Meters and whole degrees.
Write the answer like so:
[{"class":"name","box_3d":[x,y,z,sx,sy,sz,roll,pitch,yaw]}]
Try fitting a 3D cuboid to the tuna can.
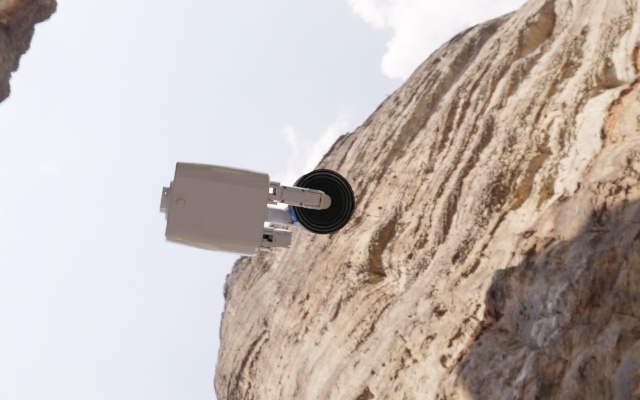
[{"class":"tuna can","box_3d":[0.000,0.002,0.633,0.086,0.086,0.034,0,-2,-16]}]
